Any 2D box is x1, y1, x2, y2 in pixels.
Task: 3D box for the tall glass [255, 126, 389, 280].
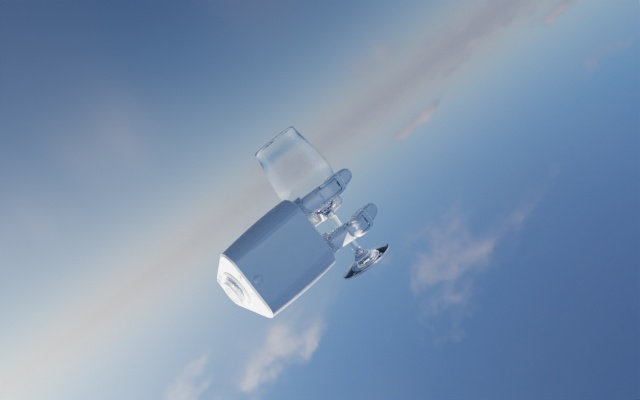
[{"bbox_3d":[0.001,0.003,0.620,0.079,0.201,0.079,-37,5,4],"label":"tall glass"}]
